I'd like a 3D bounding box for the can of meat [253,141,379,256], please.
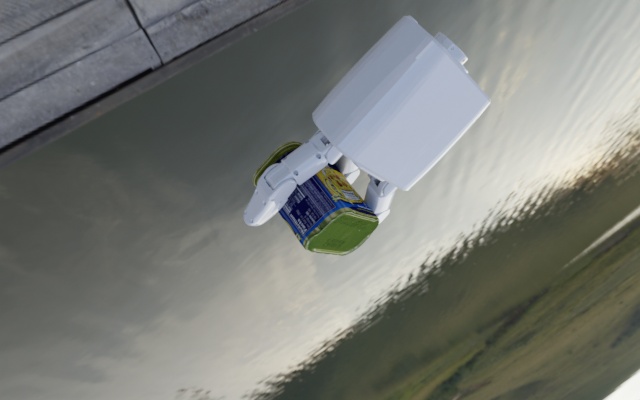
[{"bbox_3d":[0.000,0.002,0.439,0.057,0.084,0.102,-45,-26,16],"label":"can of meat"}]
